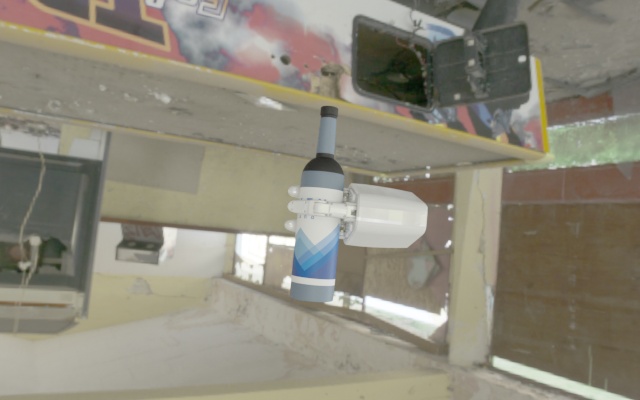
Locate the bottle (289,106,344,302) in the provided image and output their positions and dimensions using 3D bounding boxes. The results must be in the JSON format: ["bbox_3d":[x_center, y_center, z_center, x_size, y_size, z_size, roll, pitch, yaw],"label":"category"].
[{"bbox_3d":[0.000,0.003,0.732,0.069,0.295,0.069,6,-4,0],"label":"bottle"}]
